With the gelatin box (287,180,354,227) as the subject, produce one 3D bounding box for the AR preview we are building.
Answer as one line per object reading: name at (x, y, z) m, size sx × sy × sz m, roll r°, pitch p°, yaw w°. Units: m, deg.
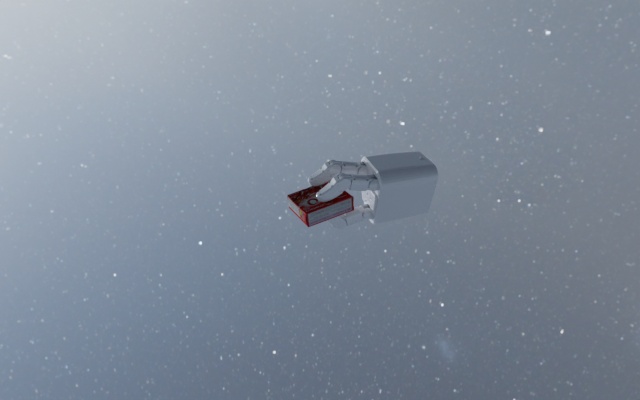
gelatin box at (0.000, 0.003, 0.791) m, size 0.089 × 0.030 × 0.073 m, roll -20°, pitch 34°, yaw -21°
